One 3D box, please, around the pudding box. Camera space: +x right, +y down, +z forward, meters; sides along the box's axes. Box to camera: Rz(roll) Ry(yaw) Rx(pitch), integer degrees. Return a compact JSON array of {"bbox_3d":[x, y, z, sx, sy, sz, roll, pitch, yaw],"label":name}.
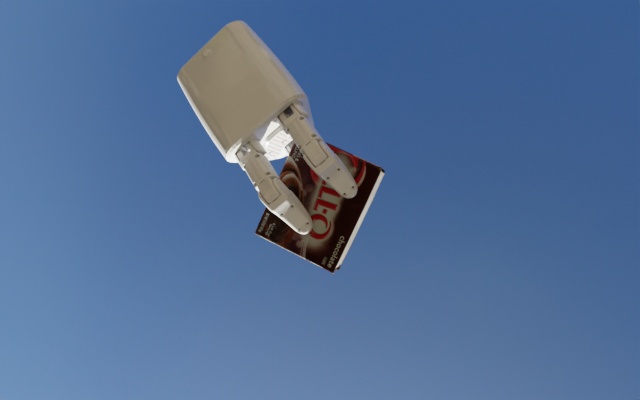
[{"bbox_3d":[0.000,0.002,0.473,0.090,0.113,0.039,25,7,15],"label":"pudding box"}]
